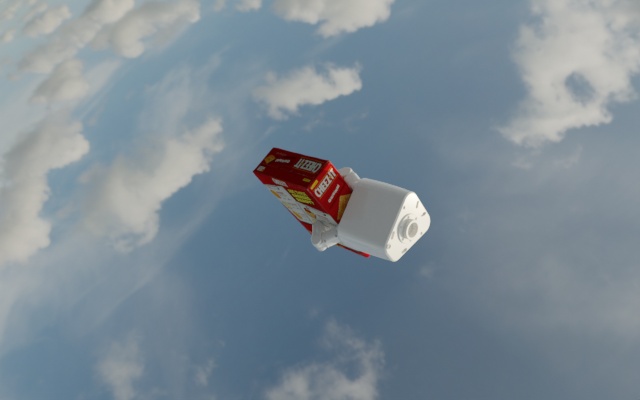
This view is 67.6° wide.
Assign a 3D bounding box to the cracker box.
[{"bbox_3d":[0.000,0.003,0.880,0.164,0.072,0.214,18,-24,47],"label":"cracker box"}]
